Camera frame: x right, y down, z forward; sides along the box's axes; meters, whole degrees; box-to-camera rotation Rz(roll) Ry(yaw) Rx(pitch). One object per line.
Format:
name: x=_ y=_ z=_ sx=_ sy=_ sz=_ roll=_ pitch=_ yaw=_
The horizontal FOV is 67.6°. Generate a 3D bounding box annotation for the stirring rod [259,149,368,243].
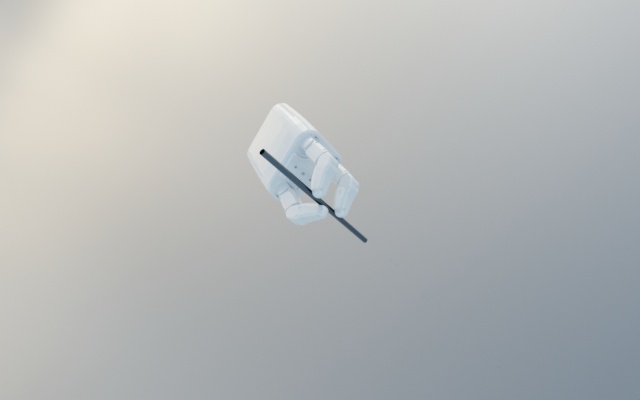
stirring rod: x=0.000 y=0.002 z=0.619 sx=0.011 sy=0.011 sz=0.240 roll=0 pitch=-28 yaw=38
